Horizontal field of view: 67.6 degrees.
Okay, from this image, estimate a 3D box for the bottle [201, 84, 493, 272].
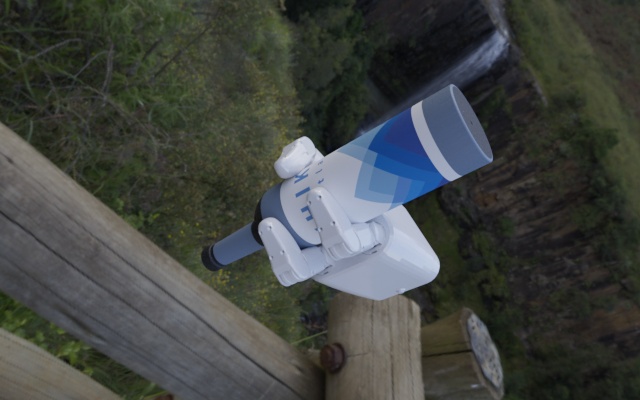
[{"bbox_3d":[0.000,0.001,0.430,0.296,0.069,0.069,-28,-14,28],"label":"bottle"}]
